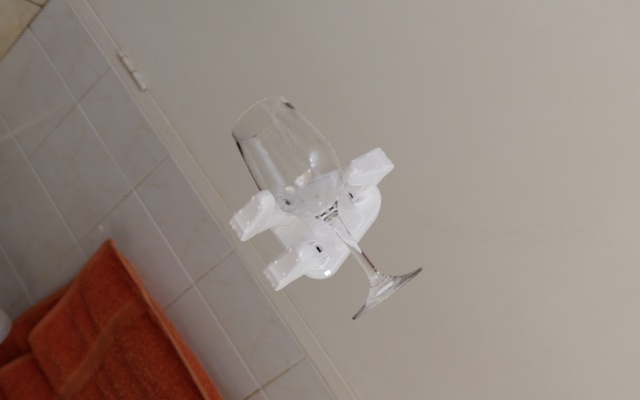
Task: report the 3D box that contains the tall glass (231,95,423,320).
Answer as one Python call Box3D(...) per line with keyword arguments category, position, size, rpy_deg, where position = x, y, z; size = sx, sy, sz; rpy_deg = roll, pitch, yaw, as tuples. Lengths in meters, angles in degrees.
Box3D(category="tall glass", position=(0.001, 0.002, 0.427), size=(0.079, 0.201, 0.079), rpy_deg=(-34, -12, -8))
